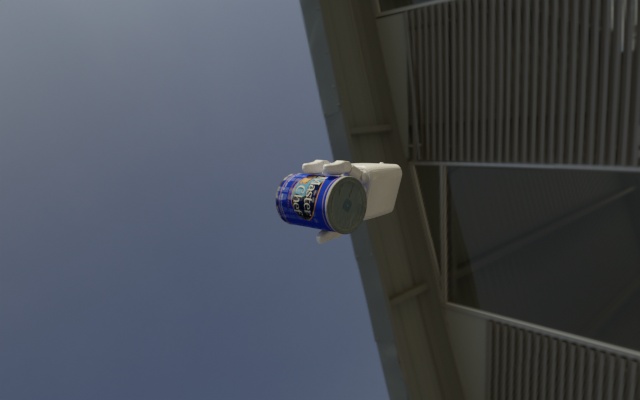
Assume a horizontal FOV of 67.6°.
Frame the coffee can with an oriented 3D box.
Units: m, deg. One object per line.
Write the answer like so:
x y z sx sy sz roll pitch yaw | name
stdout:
0.000 0.003 0.886 0.103 0.103 0.140 0 5 -44 | coffee can
